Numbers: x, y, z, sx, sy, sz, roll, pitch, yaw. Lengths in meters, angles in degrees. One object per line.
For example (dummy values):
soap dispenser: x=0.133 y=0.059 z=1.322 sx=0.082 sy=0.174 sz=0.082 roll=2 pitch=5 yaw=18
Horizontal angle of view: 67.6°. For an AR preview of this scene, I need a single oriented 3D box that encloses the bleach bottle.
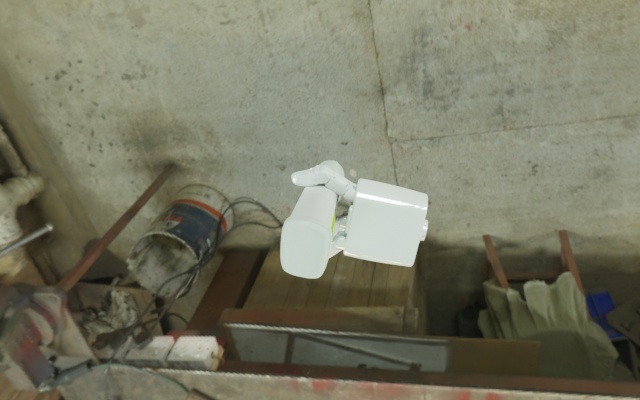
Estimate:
bleach bottle: x=0.000 y=0.003 z=0.741 sx=0.068 sy=0.103 sz=0.250 roll=12 pitch=35 yaw=5
